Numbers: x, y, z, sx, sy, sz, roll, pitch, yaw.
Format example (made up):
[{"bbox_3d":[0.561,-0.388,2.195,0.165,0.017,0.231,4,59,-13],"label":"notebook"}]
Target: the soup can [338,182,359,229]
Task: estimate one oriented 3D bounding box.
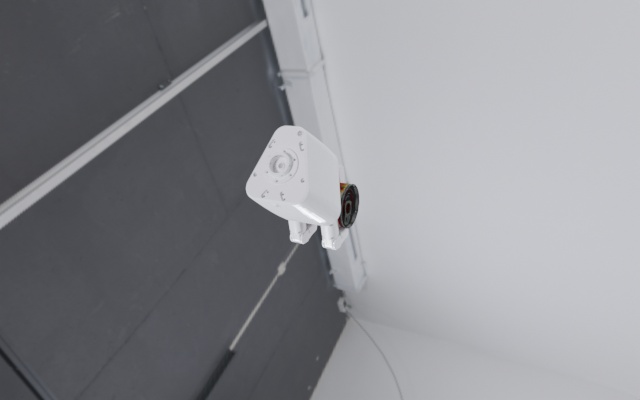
[{"bbox_3d":[0.000,0.002,0.737,0.102,0.068,0.068,8,3,26],"label":"soup can"}]
